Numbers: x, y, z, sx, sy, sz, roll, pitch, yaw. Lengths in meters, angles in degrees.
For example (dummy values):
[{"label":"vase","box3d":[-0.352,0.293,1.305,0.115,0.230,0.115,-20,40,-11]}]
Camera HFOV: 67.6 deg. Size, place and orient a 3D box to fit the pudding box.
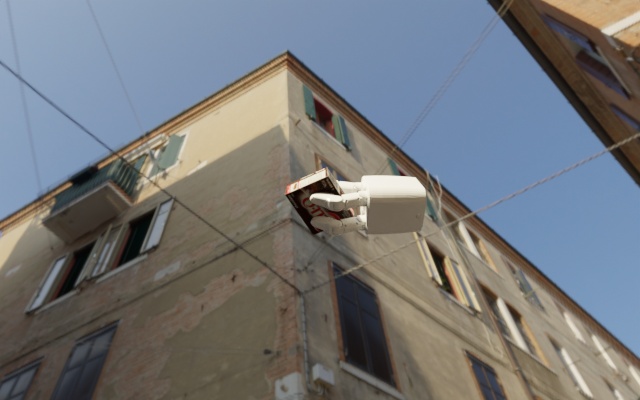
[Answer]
[{"label":"pudding box","box3d":[0.000,0.003,0.891,0.090,0.113,0.039,-23,31,16]}]
